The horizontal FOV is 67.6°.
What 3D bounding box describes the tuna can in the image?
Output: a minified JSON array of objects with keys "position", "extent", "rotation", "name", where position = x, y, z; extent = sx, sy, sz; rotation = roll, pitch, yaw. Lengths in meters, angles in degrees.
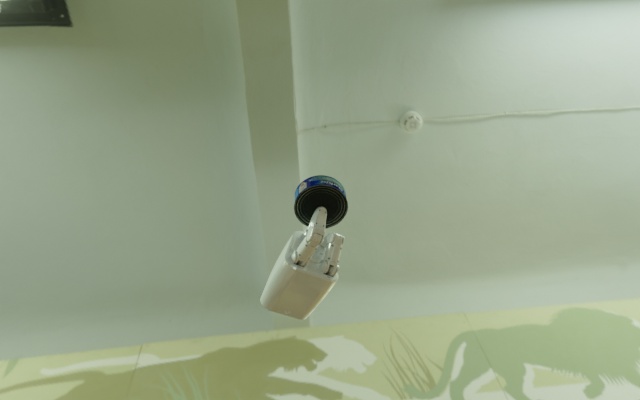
[{"position":[0.000,0.002,0.767],"extent":[0.086,0.086,0.033],"rotation":[0,35,-4],"name":"tuna can"}]
